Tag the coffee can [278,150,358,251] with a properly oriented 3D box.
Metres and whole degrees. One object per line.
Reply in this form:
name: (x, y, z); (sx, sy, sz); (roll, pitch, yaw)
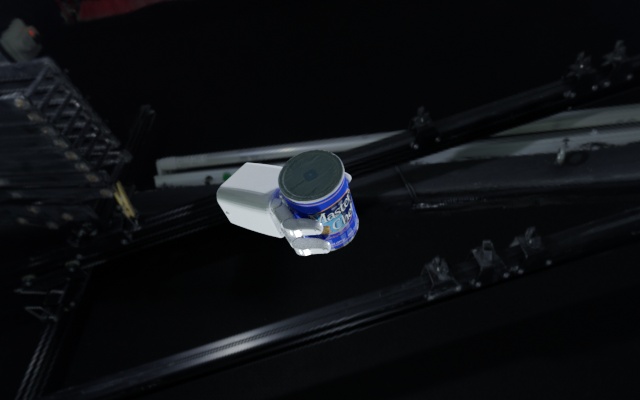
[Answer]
coffee can: (0.000, 0.002, 0.773); (0.103, 0.102, 0.140); (0, -37, 16)
